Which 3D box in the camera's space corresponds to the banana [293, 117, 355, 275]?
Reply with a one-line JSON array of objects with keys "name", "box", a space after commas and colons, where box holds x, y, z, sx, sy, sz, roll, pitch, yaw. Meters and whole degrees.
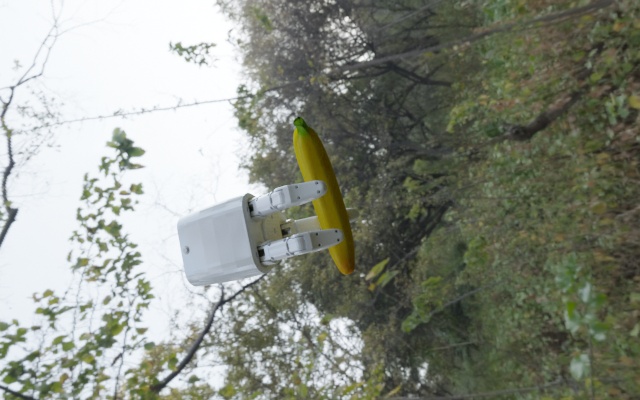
[{"name": "banana", "box": [0.003, -0.007, 0.577, 0.037, 0.198, 0.069, -16, 16, 17]}]
